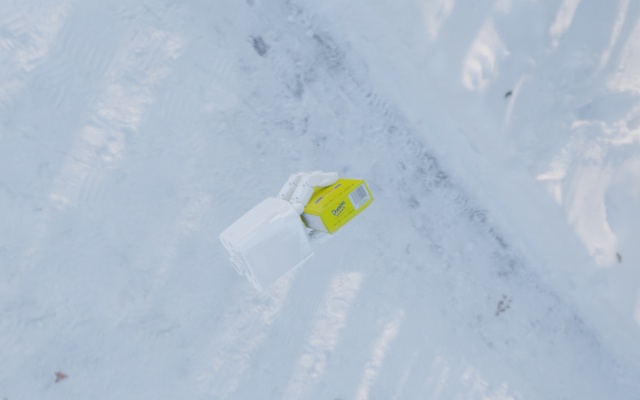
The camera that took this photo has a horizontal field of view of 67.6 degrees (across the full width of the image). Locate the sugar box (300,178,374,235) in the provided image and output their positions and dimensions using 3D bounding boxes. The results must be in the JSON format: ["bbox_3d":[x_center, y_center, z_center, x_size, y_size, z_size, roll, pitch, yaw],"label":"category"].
[{"bbox_3d":[0.000,0.002,0.779,0.093,0.048,0.176,-37,22,-21],"label":"sugar box"}]
